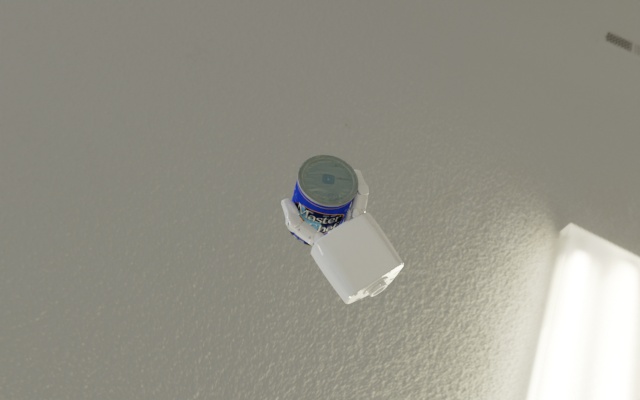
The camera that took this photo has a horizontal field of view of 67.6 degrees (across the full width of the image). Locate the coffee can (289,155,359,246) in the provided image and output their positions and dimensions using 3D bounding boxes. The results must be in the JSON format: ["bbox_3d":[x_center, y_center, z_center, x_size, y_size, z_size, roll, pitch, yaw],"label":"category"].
[{"bbox_3d":[0.000,0.003,0.843,0.103,0.102,0.140,0,-33,-13],"label":"coffee can"}]
